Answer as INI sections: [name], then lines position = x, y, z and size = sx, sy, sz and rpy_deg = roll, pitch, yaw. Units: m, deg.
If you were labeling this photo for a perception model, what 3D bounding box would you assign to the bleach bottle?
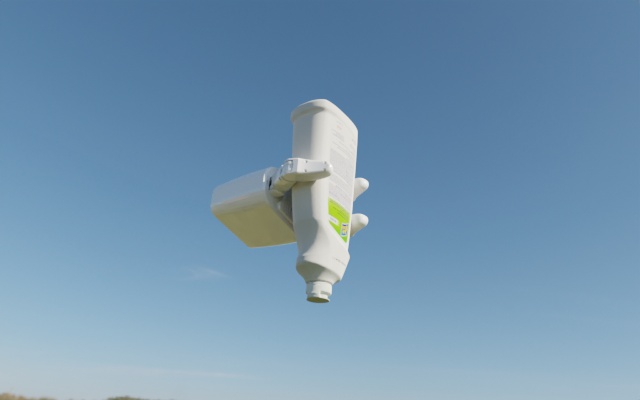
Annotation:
[bleach bottle]
position = 0.000, 0.002, 0.612
size = 0.068, 0.250, 0.103
rpy_deg = -14, -31, 33
